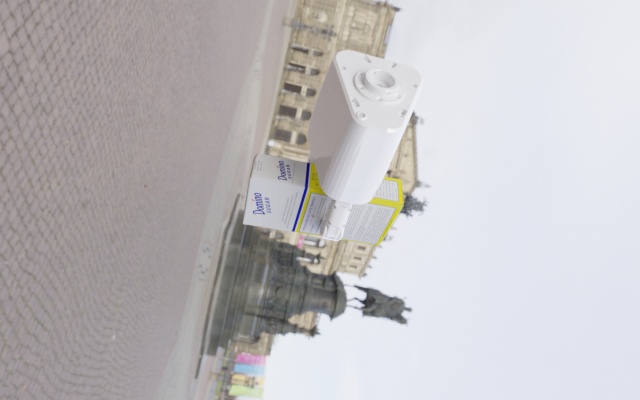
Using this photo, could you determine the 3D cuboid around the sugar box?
[{"bbox_3d":[0.000,0.001,0.573,0.176,0.048,0.093,12,-40,-7],"label":"sugar box"}]
